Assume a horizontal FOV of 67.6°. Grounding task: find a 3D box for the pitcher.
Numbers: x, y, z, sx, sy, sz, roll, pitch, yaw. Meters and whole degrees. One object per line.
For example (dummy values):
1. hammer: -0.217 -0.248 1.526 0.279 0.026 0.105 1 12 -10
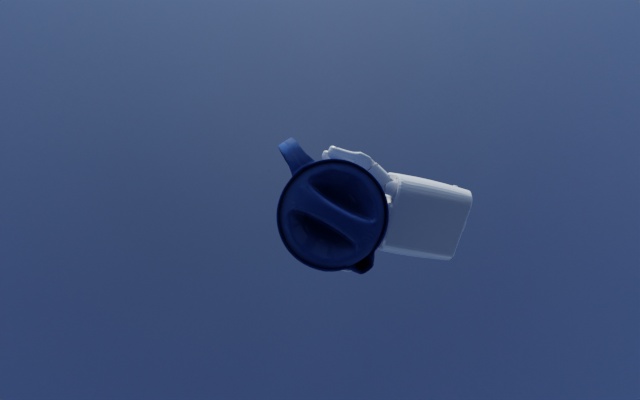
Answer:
1. pitcher: 0.000 0.002 0.670 0.145 0.149 0.243 11 2 -6
